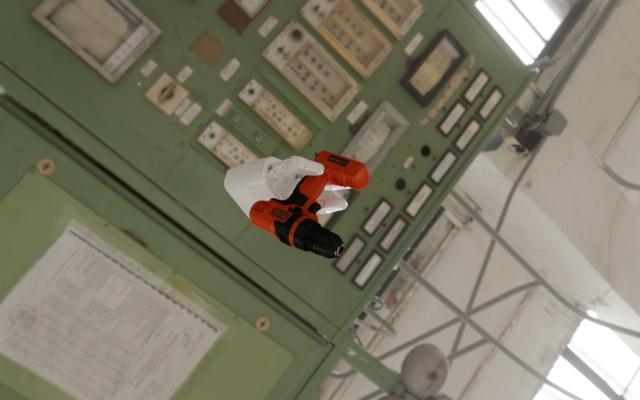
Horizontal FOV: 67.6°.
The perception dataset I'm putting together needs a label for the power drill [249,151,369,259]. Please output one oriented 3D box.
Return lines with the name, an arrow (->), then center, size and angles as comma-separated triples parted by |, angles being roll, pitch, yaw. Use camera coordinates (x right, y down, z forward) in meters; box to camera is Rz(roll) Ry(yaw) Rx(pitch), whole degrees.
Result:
power drill -> 0.000, 0.002, 0.792 | 0.184, 0.057, 0.187 | 23, 53, 32
